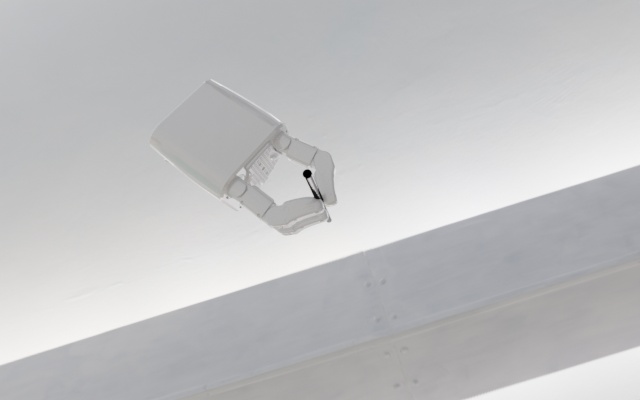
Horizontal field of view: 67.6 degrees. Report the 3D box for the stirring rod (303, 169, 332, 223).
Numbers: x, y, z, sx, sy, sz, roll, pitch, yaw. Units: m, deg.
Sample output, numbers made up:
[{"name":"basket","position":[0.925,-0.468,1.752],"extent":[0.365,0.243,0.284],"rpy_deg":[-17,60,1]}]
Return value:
[{"name":"stirring rod","position":[0.000,0.002,0.514],"extent":[0.011,0.011,0.239],"rpy_deg":[0,-11,5]}]
